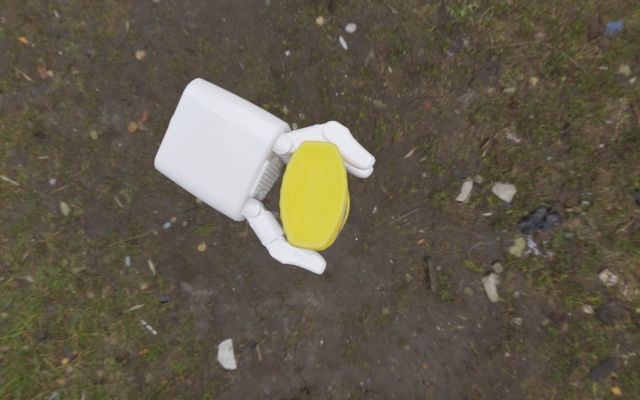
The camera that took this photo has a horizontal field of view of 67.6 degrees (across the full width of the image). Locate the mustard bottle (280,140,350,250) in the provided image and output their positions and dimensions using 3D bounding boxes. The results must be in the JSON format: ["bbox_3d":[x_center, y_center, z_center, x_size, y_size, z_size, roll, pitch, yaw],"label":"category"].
[{"bbox_3d":[0.000,0.002,0.500,0.058,0.096,0.191,5,-4,5],"label":"mustard bottle"}]
